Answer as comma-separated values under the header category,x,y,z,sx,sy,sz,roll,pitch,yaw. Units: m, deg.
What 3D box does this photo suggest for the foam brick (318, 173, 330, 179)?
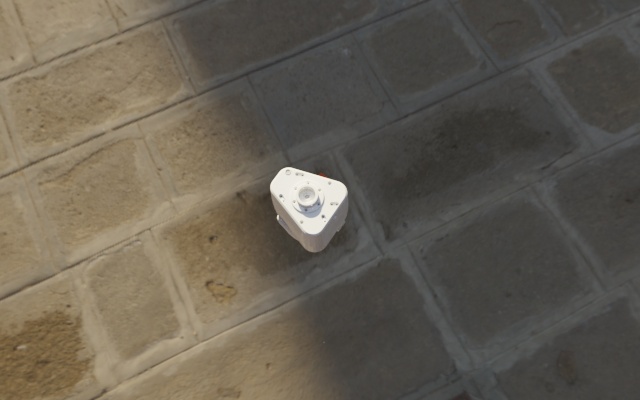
category,x,y,z,sx,sy,sz,roll,pitch,yaw
foam brick,0.000,0.002,0.819,0.053,0.078,0.051,33,-14,11
